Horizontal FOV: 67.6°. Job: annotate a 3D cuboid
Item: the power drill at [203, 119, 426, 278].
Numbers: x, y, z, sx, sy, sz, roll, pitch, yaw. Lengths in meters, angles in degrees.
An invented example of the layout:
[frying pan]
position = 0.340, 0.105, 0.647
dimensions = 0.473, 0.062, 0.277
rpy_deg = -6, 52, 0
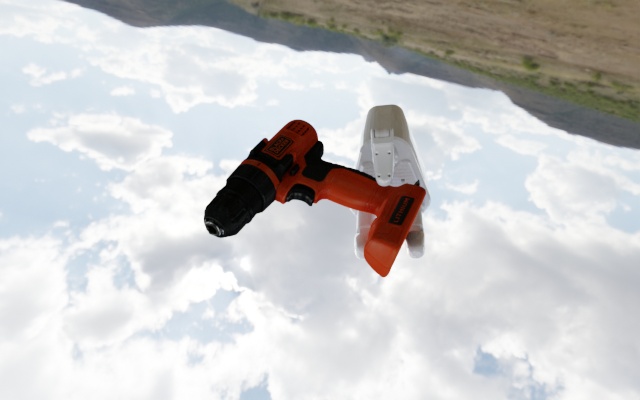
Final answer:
[power drill]
position = 0.001, 0.002, 0.488
dimensions = 0.187, 0.057, 0.184
rpy_deg = 27, 49, 11
